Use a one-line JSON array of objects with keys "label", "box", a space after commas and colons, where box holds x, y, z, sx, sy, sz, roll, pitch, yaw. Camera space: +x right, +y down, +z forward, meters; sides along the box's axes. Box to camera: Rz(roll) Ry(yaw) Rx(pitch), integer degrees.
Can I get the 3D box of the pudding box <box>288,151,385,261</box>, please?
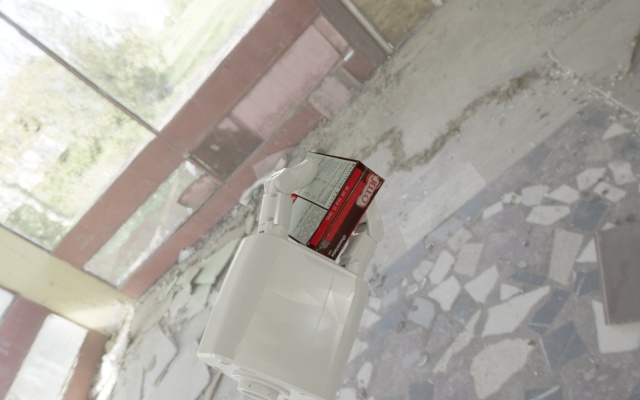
[{"label": "pudding box", "box": [0.000, 0.001, 0.459, 0.039, 0.090, 0.113, 36, -6, -28]}]
